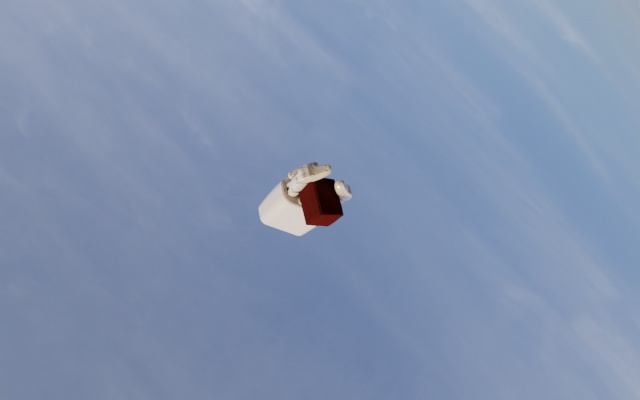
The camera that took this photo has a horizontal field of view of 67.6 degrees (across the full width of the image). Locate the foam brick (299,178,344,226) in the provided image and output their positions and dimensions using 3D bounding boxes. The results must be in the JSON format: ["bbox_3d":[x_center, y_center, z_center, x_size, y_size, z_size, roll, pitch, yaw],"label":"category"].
[{"bbox_3d":[0.000,0.003,0.874,0.053,0.078,0.051,6,-31,-36],"label":"foam brick"}]
